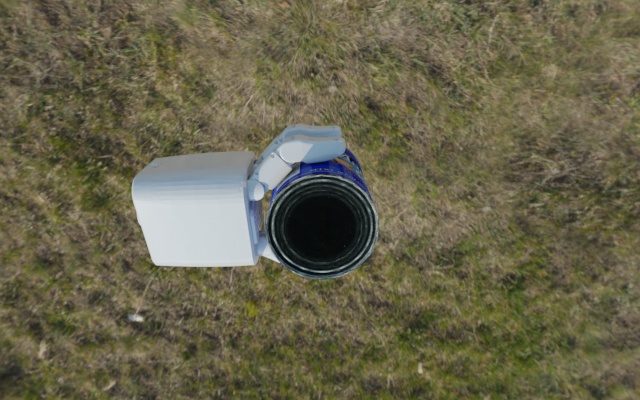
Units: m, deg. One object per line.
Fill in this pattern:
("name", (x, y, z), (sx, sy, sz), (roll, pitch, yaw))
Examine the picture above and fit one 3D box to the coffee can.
("coffee can", (0.000, 0.002, 0.489), (0.103, 0.103, 0.140), (0, 20, -1))
